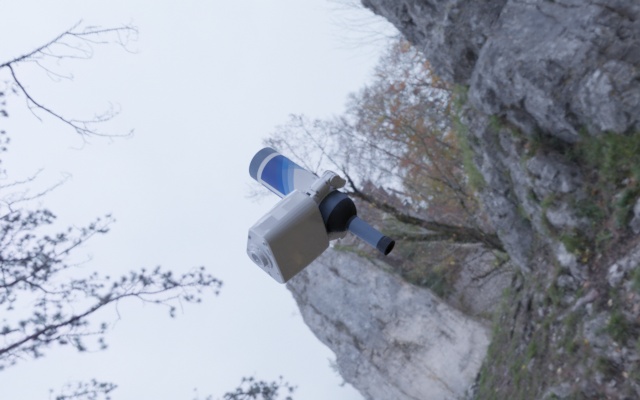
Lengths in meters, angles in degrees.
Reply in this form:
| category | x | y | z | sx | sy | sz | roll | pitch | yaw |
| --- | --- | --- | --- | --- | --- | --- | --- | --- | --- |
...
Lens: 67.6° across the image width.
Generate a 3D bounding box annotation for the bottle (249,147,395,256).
| category | x | y | z | sx | sy | sz | roll | pitch | yaw |
| --- | --- | --- | --- | --- | --- | --- | --- | --- | --- |
| bottle | 0.000 | 0.002 | 0.809 | 0.295 | 0.069 | 0.069 | 34 | 18 | 29 |
